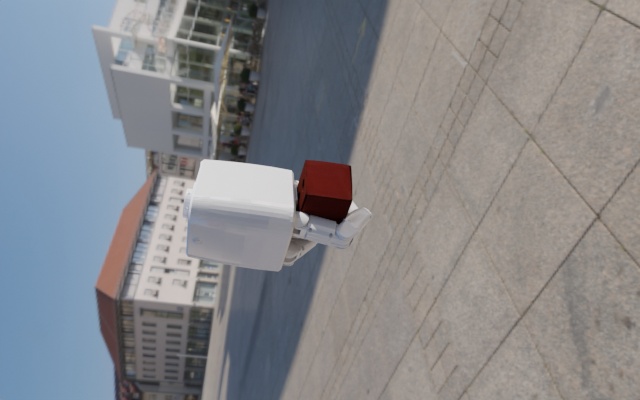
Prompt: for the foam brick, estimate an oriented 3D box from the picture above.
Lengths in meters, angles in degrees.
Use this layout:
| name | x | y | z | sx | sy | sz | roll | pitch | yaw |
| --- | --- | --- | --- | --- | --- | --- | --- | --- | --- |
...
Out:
| name | x | y | z | sx | sy | sz | roll | pitch | yaw |
| --- | --- | --- | --- | --- | --- | --- | --- | --- | --- |
| foam brick | 0.000 | 0.001 | 0.527 | 0.051 | 0.053 | 0.078 | 9 | -42 | -10 |
